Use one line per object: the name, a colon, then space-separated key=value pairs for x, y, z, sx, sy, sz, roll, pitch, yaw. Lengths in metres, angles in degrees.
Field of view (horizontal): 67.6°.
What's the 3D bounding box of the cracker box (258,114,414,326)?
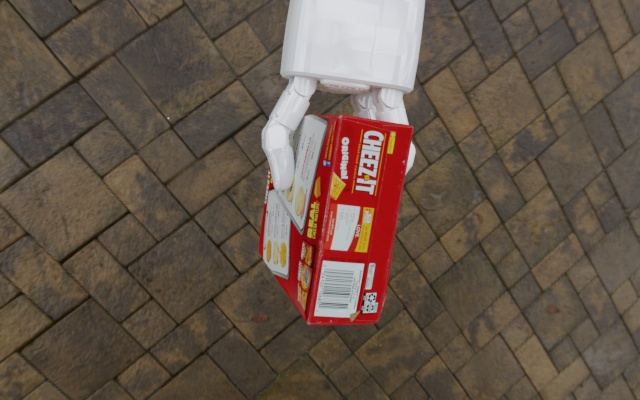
cracker box: x=0.000 y=0.002 z=0.462 sx=0.072 sy=0.164 sz=0.213 roll=6 pitch=8 yaw=-18
